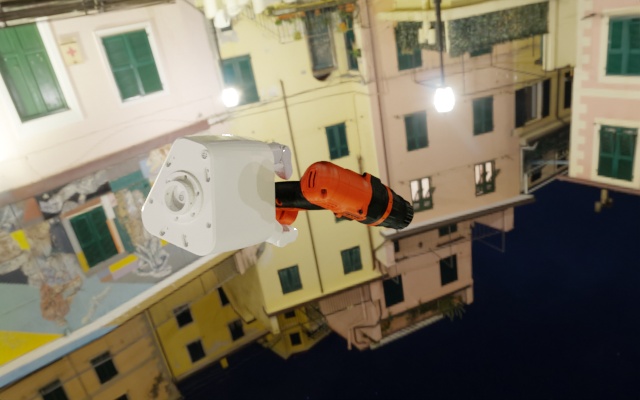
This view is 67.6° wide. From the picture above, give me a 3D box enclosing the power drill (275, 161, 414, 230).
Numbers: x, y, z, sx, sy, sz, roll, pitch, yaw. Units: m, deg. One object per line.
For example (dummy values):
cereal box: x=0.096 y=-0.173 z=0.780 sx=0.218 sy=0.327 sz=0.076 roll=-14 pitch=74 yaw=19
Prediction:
power drill: x=0.000 y=0.002 z=0.589 sx=0.187 sy=0.057 sz=0.184 roll=-5 pitch=-19 yaw=40
